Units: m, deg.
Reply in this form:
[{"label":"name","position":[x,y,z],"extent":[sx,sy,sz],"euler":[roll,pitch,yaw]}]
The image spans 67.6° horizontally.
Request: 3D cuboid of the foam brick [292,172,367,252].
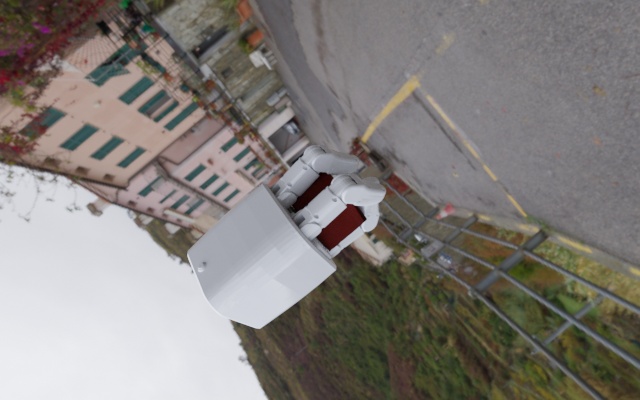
[{"label":"foam brick","position":[0.000,0.001,0.495],"extent":[0.053,0.051,0.078],"euler":[50,0,-43]}]
